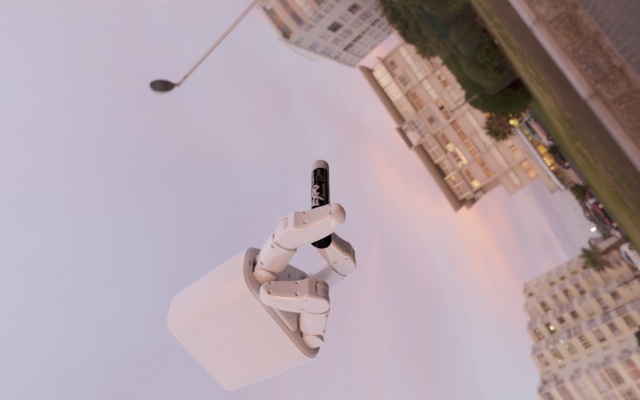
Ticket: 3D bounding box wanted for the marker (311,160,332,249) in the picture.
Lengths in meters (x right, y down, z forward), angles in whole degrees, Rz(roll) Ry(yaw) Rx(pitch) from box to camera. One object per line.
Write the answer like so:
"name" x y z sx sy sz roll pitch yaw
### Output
"marker" 0.000 0.001 0.449 0.020 0.020 0.121 0 37 -1
